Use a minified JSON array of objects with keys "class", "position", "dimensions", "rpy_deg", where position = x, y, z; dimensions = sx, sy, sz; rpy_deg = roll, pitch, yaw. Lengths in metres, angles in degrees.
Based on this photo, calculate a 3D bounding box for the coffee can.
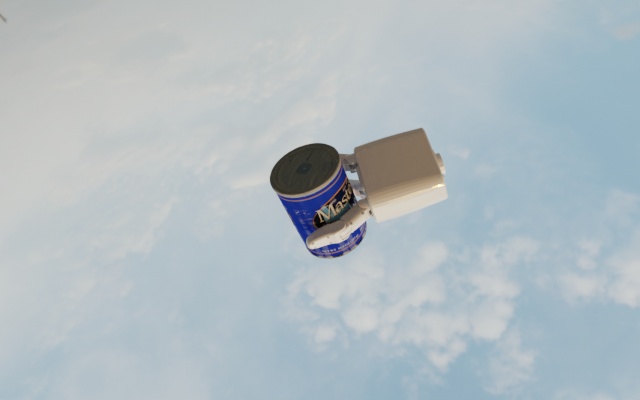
[{"class":"coffee can","position":[0.000,0.002,0.697],"dimensions":[0.103,0.102,0.140],"rpy_deg":[0,-43,26]}]
